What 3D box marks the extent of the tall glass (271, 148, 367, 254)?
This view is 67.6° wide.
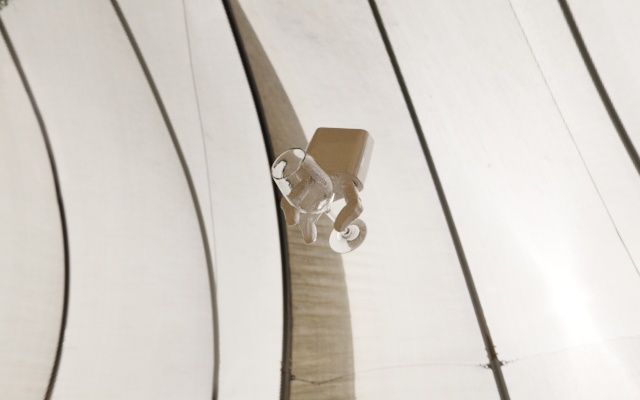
[{"bbox_3d":[0.000,0.003,0.776,0.079,0.079,0.201,0,-36,38],"label":"tall glass"}]
